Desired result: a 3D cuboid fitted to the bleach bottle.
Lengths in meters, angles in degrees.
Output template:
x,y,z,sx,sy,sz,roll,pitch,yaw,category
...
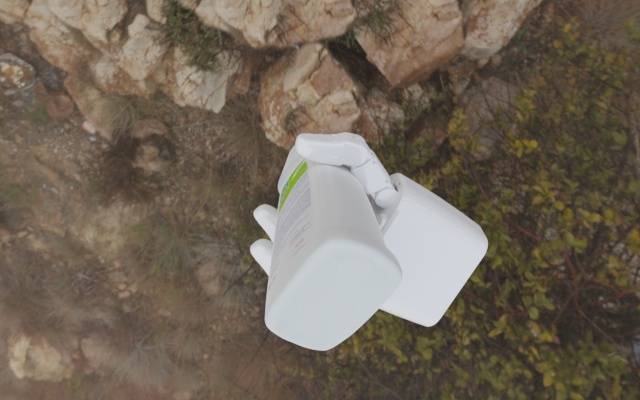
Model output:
x,y,z,sx,sy,sz,roll,pitch,yaw,category
0.000,0.001,0.420,0.068,0.103,0.250,29,27,-20,bleach bottle
